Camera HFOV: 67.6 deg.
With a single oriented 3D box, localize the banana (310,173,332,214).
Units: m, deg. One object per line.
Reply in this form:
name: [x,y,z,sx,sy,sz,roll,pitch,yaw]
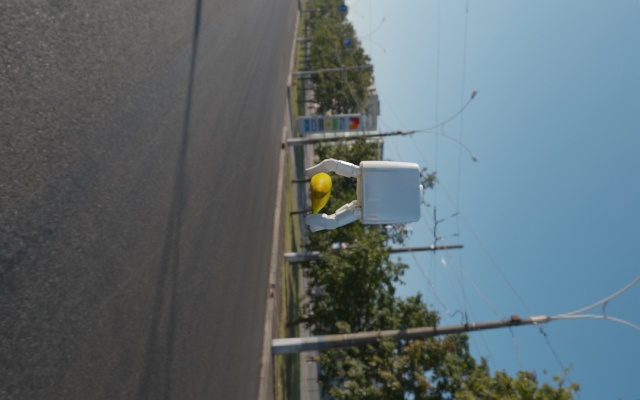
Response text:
banana: [0.001,-0.015,0.852,0.037,0.069,0.198,3,-14,0]
